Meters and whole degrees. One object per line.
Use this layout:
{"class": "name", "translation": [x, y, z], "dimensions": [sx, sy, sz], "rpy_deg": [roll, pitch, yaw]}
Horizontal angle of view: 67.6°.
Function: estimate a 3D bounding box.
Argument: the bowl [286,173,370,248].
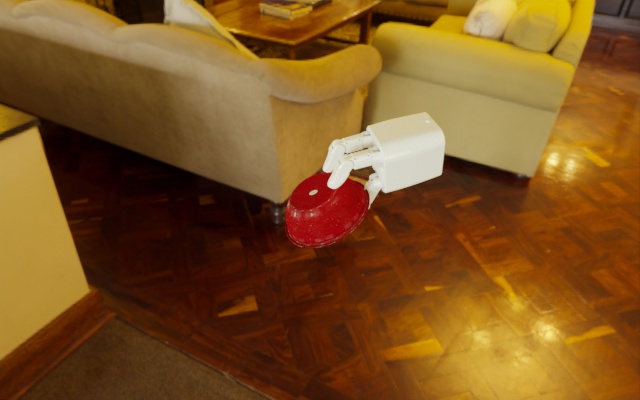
{"class": "bowl", "translation": [-0.001, 0.003, 0.816], "dimensions": [0.162, 0.162, 0.055], "rpy_deg": [0, -43, 36]}
